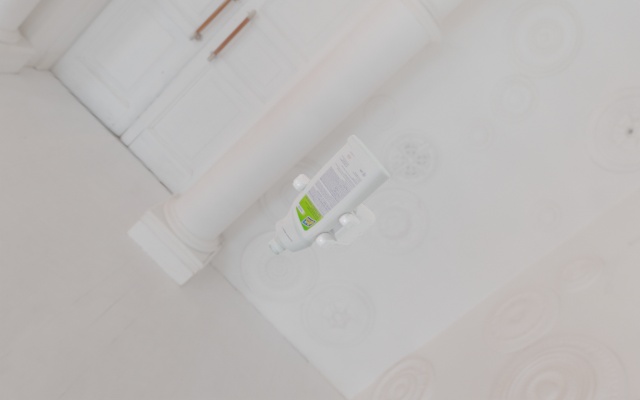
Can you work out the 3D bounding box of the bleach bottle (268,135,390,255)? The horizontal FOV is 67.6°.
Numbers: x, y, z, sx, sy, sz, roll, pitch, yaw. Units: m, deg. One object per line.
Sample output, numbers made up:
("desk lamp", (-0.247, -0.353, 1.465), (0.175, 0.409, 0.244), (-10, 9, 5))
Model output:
("bleach bottle", (0.000, 0.003, 0.864), (0.251, 0.102, 0.068), (-41, -27, 12))
